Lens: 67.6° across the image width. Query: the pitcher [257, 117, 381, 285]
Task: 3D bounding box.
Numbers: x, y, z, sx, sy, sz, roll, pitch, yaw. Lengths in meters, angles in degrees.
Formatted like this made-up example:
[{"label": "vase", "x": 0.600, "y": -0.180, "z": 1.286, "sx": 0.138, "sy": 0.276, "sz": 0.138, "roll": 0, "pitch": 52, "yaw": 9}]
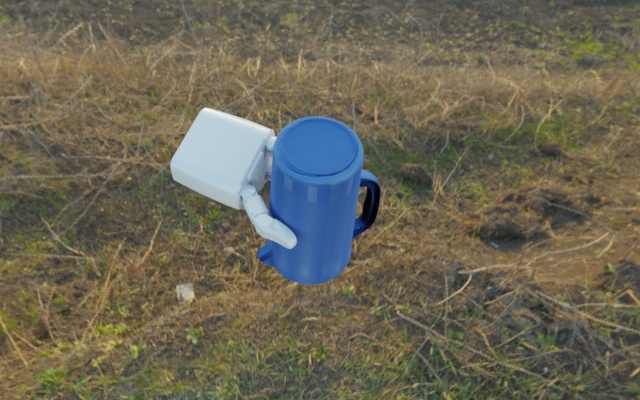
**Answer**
[{"label": "pitcher", "x": 0.000, "y": 0.002, "z": 0.657, "sx": 0.145, "sy": 0.149, "sz": 0.243, "roll": 23, "pitch": -34, "yaw": 11}]
